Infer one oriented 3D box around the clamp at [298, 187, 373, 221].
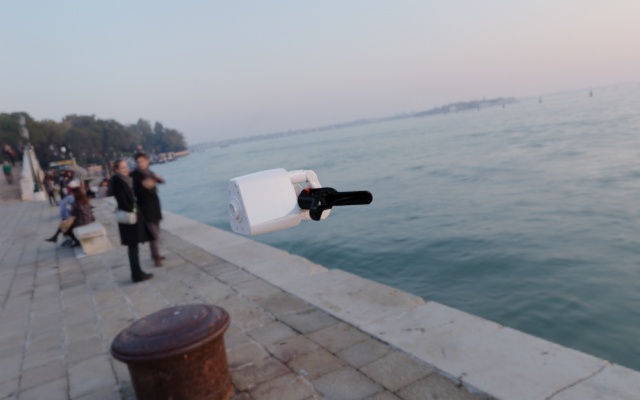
[{"bbox_3d":[0.000,0.002,0.871,0.120,0.039,0.171,-13,10,-32],"label":"clamp"}]
